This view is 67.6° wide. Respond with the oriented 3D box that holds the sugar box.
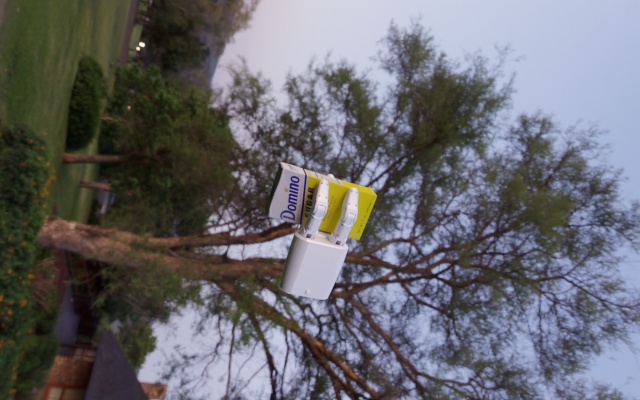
[{"bbox_3d":[0.000,0.003,0.839,0.176,0.093,0.048,14,17,-18],"label":"sugar box"}]
